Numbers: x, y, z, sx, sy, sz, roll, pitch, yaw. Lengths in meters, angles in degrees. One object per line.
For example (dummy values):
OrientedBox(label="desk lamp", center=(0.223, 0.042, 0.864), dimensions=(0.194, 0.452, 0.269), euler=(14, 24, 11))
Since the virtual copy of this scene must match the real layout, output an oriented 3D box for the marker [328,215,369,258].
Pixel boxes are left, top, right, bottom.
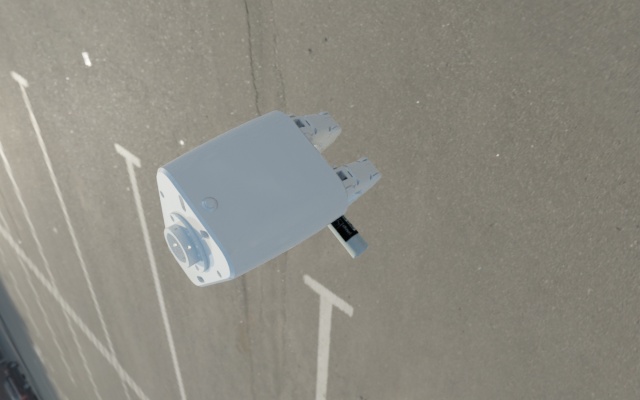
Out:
OrientedBox(label="marker", center=(0.000, 0.001, 0.445), dimensions=(0.020, 0.121, 0.020), euler=(-37, -12, -9))
